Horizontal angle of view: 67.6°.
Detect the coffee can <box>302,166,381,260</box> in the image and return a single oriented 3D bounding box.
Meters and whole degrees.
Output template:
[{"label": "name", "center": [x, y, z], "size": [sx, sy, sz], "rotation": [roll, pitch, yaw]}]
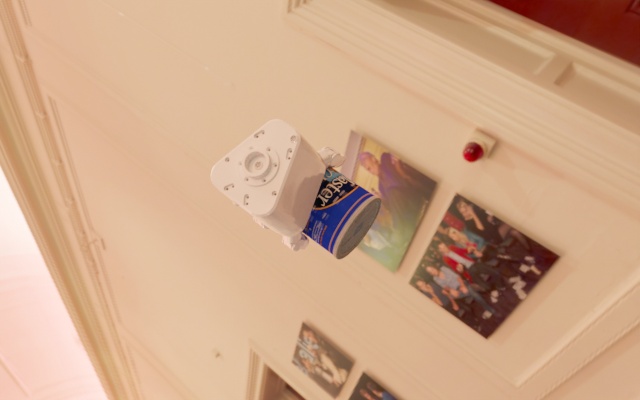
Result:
[{"label": "coffee can", "center": [0.000, 0.002, 0.680], "size": [0.140, 0.103, 0.103], "rotation": [35, 13, 20]}]
